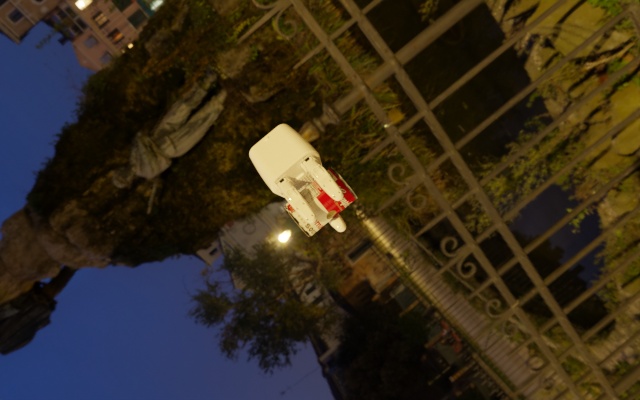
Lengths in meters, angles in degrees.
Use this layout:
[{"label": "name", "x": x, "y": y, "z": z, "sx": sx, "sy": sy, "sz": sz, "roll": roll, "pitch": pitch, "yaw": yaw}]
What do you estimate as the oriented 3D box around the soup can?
[{"label": "soup can", "x": 0.000, "y": 0.003, "z": 0.785, "sx": 0.102, "sy": 0.068, "sz": 0.068, "roll": -40, "pitch": 0, "yaw": 0}]
